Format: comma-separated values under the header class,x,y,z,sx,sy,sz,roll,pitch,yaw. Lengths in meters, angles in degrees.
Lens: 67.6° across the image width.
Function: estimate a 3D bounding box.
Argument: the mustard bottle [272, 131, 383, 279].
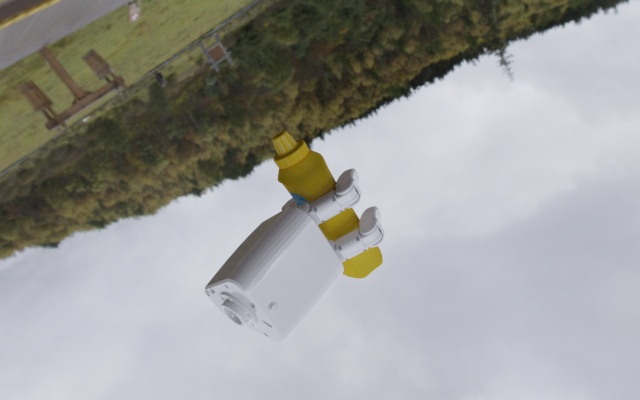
class,x,y,z,sx,sy,sz,roll,pitch,yaw
mustard bottle,0.000,0.002,0.566,0.058,0.192,0.096,-37,24,-9
